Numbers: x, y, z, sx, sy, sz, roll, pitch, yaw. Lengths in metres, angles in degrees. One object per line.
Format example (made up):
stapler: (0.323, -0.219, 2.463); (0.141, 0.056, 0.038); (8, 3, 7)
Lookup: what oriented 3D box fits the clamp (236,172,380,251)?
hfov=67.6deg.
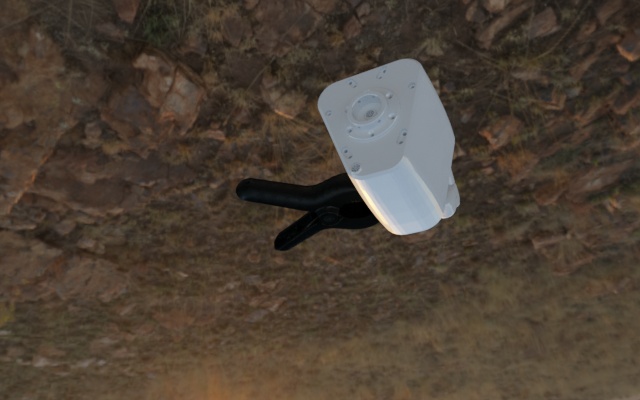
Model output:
clamp: (0.000, 0.002, 0.502); (0.171, 0.039, 0.120); (-18, -36, 19)
